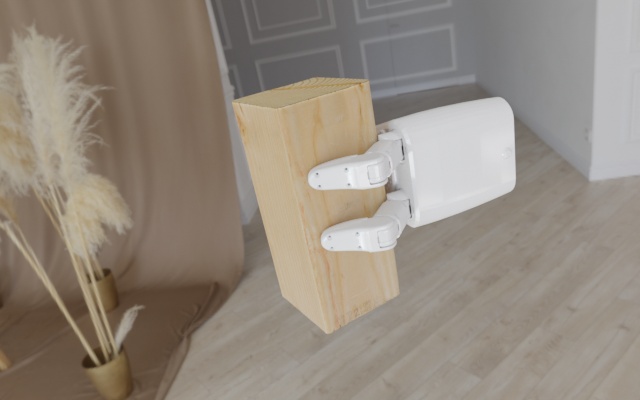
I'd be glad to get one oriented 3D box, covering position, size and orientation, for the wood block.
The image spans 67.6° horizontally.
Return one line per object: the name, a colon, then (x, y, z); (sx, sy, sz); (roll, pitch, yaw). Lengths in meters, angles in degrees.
wood block: (0.000, 0.001, 0.439); (0.090, 0.206, 0.091); (-23, 25, -25)
